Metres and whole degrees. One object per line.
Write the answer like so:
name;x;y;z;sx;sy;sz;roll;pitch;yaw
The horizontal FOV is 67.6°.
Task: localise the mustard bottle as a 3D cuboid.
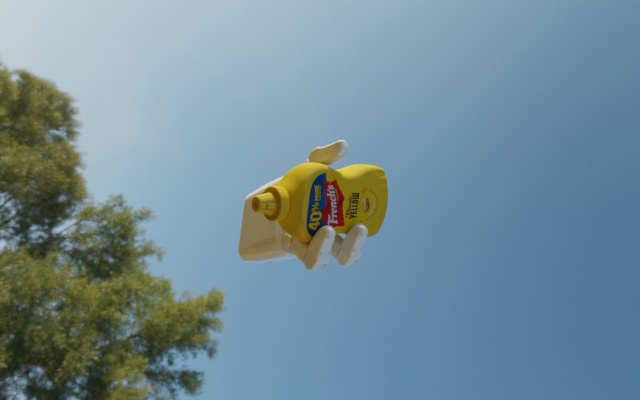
mustard bottle;0.001;0.002;0.590;0.191;0.096;0.058;-1;14;-40
